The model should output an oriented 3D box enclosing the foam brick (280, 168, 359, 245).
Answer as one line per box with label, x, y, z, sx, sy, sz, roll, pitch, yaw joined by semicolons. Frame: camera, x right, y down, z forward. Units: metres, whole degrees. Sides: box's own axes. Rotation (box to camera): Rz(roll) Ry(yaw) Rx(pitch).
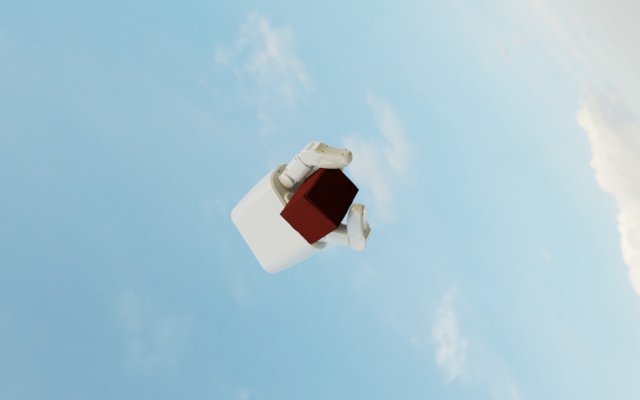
foam brick;0.000;0.002;0.550;0.051;0.053;0.078;-35;14;41
